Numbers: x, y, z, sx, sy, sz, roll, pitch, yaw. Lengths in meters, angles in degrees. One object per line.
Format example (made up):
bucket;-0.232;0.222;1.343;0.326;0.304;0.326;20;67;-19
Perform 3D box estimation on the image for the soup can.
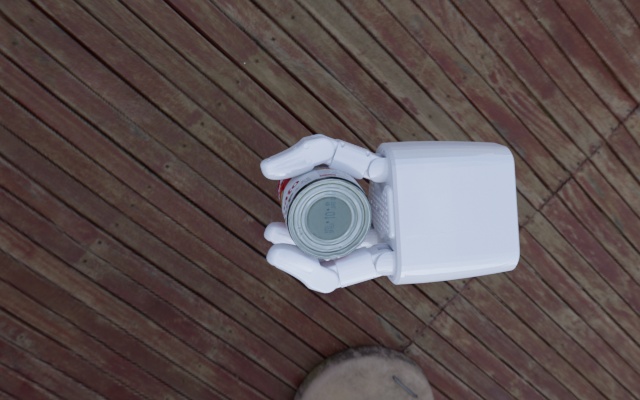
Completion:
soup can;0.000;0.001;0.408;0.068;0.068;0.102;0;16;-9
